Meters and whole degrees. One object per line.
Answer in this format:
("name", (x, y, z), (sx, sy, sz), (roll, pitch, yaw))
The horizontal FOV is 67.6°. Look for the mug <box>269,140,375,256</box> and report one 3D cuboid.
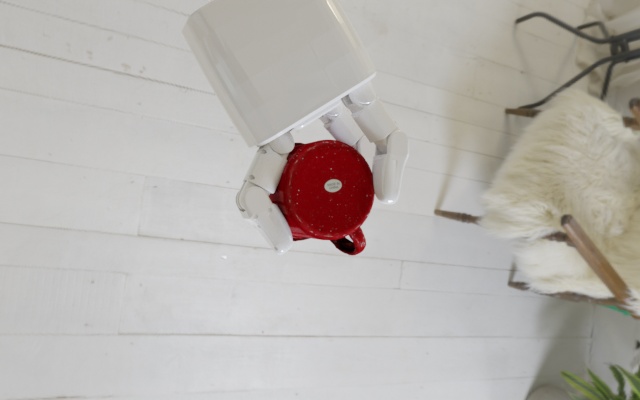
("mug", (0.001, 0.003, 0.417), (0.093, 0.117, 0.081), (-38, 15, -20))
